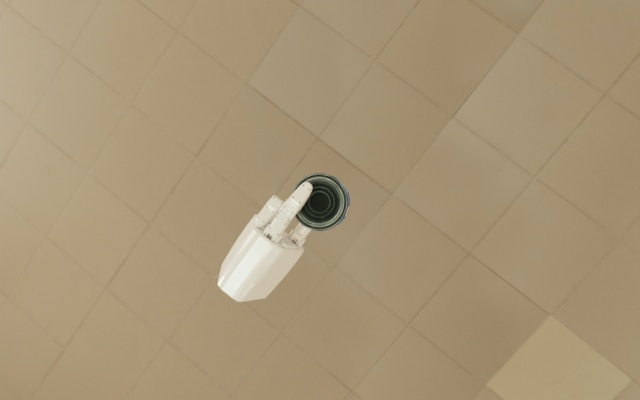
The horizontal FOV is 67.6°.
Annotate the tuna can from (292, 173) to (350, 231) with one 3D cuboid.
[{"bbox_3d":[0.000,0.002,0.708,0.086,0.086,0.034,0,0,8],"label":"tuna can"}]
